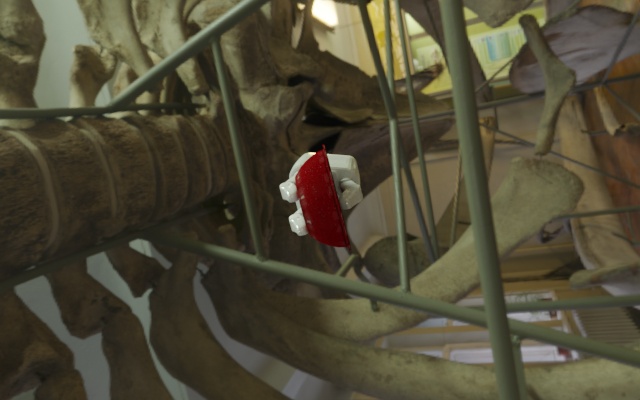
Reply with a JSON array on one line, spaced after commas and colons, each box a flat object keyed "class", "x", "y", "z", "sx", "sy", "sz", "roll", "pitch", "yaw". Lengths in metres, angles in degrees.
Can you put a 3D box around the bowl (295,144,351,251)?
[{"class": "bowl", "x": 0.000, "y": 0.002, "z": 0.702, "sx": 0.055, "sy": 0.162, "sz": 0.162, "roll": -14, "pitch": 0, "yaw": 1}]
